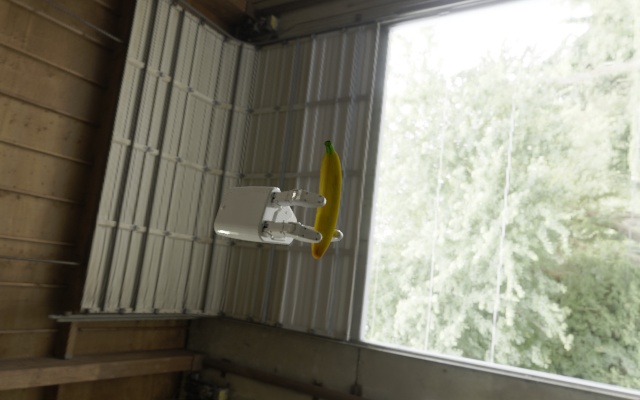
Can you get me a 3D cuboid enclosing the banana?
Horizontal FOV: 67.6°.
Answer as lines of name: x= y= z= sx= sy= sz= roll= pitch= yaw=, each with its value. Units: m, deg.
banana: x=0.009 y=-0.001 z=0.822 sx=0.037 sy=0.198 sz=0.069 roll=5 pitch=2 yaw=28
